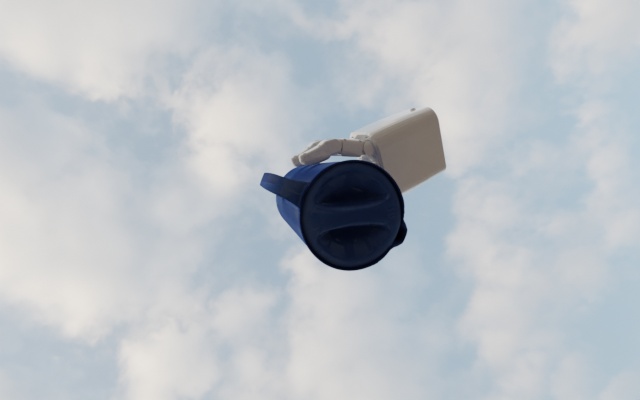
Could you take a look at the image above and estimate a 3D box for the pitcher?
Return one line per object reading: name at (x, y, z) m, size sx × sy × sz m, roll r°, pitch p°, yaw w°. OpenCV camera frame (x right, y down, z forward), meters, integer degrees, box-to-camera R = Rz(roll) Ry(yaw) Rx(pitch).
pitcher at (0.000, 0.002, 0.671) m, size 0.145 × 0.149 × 0.243 m, roll -26°, pitch 12°, yaw -12°
